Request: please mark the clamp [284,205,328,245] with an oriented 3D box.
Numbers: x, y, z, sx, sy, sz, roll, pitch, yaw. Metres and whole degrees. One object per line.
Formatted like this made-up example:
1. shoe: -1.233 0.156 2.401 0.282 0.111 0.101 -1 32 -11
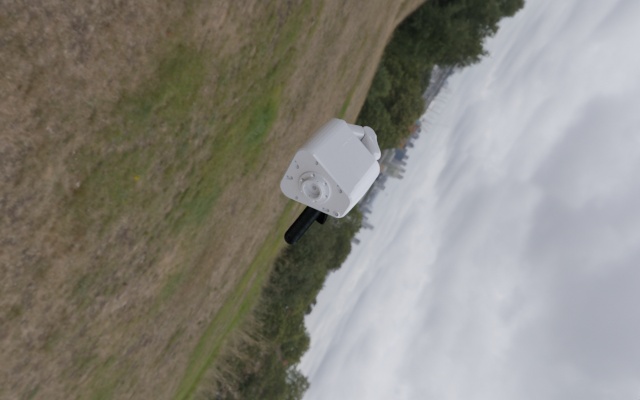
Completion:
1. clamp: 0.001 0.003 0.798 0.039 0.172 0.120 35 40 9
